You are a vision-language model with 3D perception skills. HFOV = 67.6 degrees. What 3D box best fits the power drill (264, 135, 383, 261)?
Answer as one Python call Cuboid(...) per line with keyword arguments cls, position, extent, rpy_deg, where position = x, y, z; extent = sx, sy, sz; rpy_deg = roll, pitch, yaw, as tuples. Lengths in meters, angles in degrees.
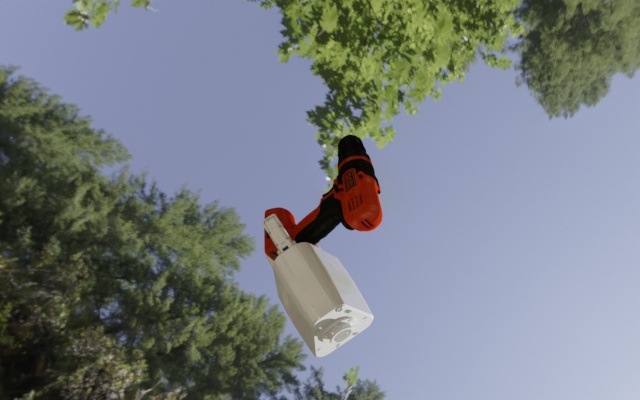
Cuboid(cls="power drill", position=(0.000, 0.003, 0.701), extent=(0.188, 0.184, 0.057), rpy_deg=(-36, -55, 24))
